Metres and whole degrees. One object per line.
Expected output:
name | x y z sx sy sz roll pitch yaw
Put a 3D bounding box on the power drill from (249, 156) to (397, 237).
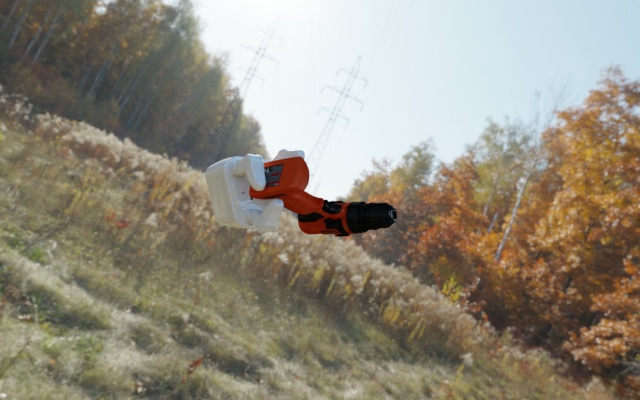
power drill | 0.000 0.002 0.728 0.184 0.057 0.188 -9 -31 38
